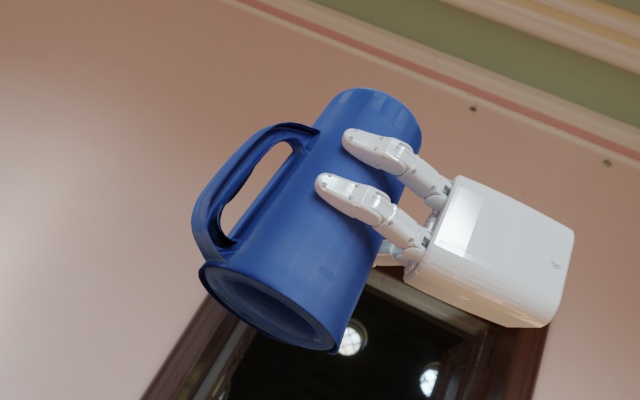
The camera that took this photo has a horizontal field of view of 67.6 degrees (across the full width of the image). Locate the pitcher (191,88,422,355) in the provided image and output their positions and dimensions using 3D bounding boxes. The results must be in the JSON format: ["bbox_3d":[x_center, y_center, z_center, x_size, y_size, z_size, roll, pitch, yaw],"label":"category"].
[{"bbox_3d":[0.000,0.002,0.444,0.145,0.242,0.149,24,-30,11],"label":"pitcher"}]
